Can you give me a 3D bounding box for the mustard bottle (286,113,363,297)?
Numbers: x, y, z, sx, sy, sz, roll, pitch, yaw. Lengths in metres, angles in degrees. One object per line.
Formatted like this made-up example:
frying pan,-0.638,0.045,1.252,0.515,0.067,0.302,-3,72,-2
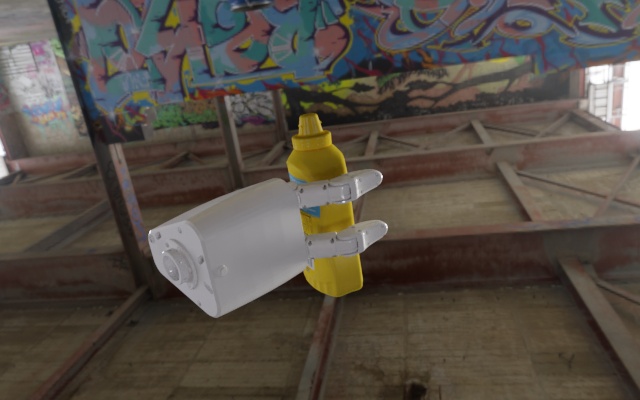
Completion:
mustard bottle,0.000,0.002,0.521,0.058,0.192,0.096,-16,20,-18
